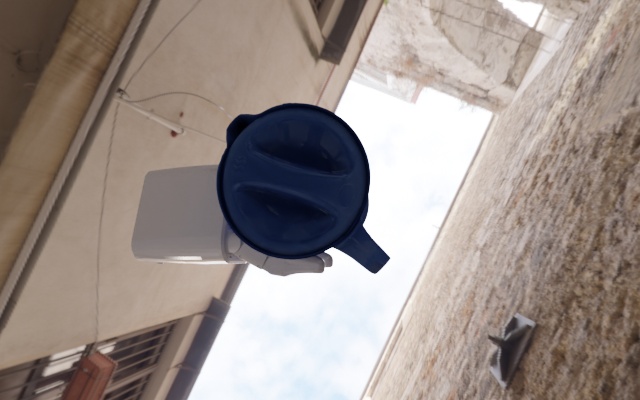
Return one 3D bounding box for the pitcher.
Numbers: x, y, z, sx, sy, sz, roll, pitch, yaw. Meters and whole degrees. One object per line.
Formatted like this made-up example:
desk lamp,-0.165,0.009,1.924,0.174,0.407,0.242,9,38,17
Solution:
pitcher,0.000,0.002,0.511,0.145,0.149,0.243,-3,-6,9
